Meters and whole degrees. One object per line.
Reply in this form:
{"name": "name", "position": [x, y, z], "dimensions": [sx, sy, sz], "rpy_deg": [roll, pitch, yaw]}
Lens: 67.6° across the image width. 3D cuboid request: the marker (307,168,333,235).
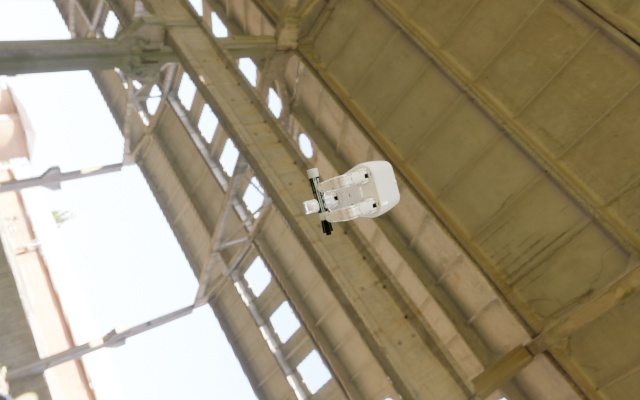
{"name": "marker", "position": [0.000, 0.003, 0.847], "dimensions": [0.020, 0.121, 0.020], "rpy_deg": [-15, 2, 1]}
